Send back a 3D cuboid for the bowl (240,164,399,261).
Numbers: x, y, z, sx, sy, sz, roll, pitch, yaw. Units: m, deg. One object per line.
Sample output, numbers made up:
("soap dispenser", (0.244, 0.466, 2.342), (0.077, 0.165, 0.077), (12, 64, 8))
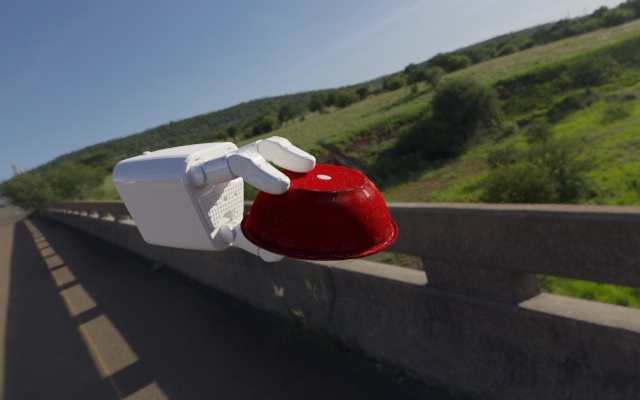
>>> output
("bowl", (0.001, 0.001, 0.484), (0.162, 0.055, 0.162), (3, 20, -1))
